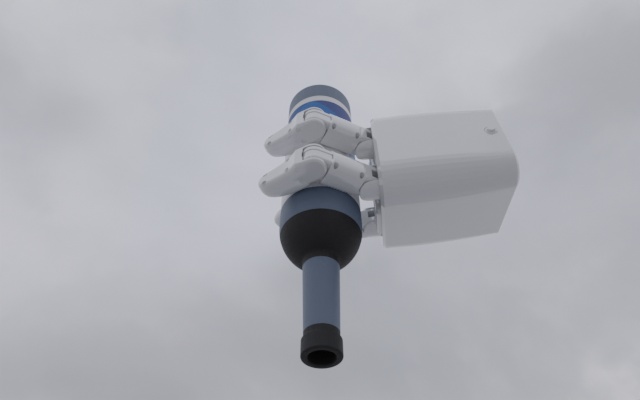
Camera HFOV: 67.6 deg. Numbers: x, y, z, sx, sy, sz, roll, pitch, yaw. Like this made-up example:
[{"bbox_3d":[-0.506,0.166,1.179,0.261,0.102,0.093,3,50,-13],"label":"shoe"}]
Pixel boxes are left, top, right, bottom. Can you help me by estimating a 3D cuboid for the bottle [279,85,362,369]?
[{"bbox_3d":[0.000,0.001,0.409,0.069,0.069,0.295,0,42,0],"label":"bottle"}]
